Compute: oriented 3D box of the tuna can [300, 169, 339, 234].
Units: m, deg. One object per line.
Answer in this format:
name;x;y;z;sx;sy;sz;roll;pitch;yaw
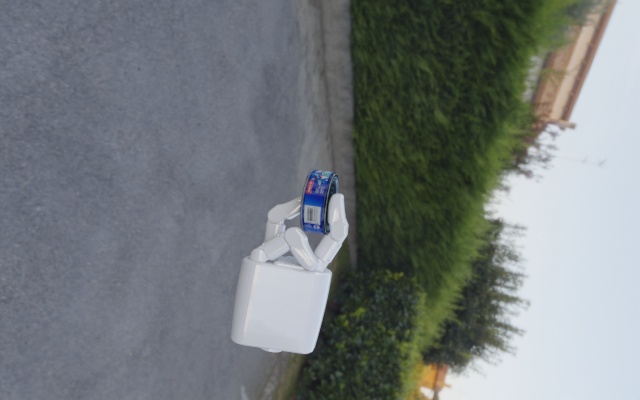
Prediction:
tuna can;0.001;0.002;0.644;0.034;0.086;0.086;8;2;12
